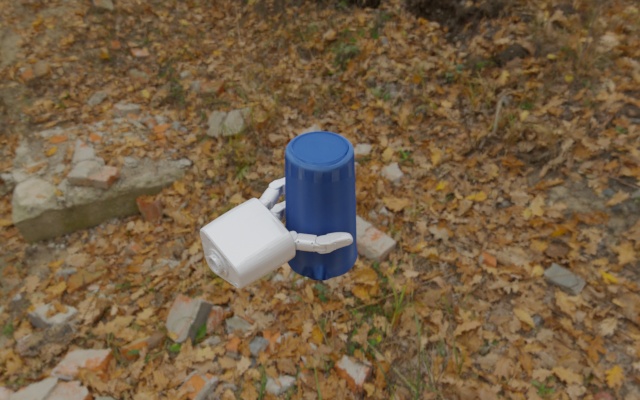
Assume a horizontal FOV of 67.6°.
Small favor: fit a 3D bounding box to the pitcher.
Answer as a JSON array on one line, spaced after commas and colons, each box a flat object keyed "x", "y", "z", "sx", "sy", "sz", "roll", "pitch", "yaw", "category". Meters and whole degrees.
[{"x": 0.000, "y": 0.003, "z": 0.818, "sx": 0.145, "sy": 0.243, "sz": 0.149, "roll": -29, "pitch": 48, "yaw": -30, "category": "pitcher"}]
